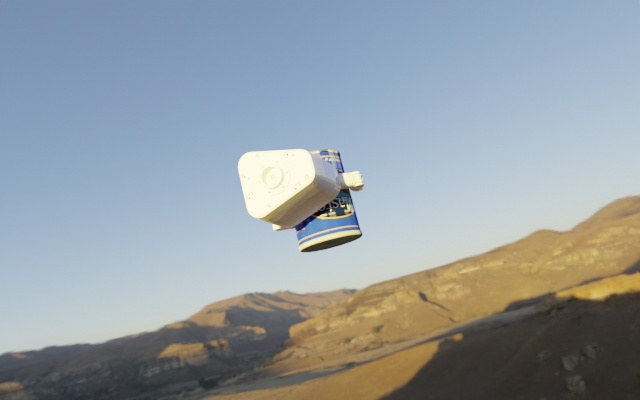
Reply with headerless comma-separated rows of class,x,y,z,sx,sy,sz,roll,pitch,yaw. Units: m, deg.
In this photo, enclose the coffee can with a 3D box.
coffee can,0.000,0.003,0.768,0.103,0.140,0.103,-14,-13,-3
